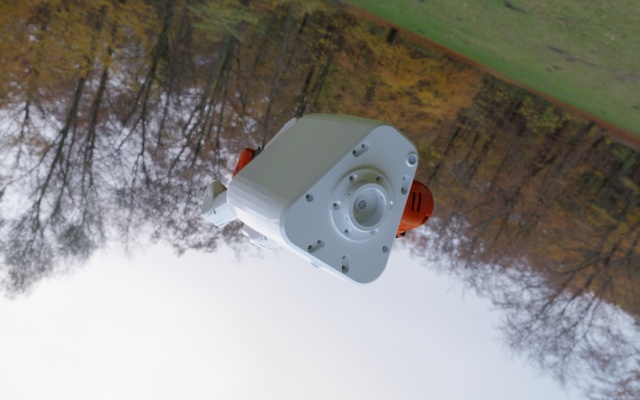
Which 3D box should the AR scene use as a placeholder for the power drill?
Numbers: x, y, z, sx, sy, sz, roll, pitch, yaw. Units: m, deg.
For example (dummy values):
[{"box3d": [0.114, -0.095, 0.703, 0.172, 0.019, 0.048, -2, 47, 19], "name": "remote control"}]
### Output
[{"box3d": [0.000, 0.002, 0.502, 0.187, 0.057, 0.184, 9, -13, -13], "name": "power drill"}]
